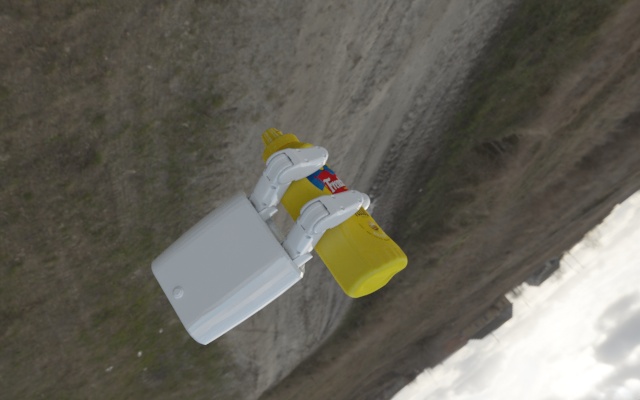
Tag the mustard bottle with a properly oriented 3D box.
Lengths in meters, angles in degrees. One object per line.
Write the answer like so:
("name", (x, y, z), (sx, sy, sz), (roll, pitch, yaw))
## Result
("mustard bottle", (0.000, 0.001, 0.464), (0.058, 0.191, 0.096), (-46, -22, 19))
